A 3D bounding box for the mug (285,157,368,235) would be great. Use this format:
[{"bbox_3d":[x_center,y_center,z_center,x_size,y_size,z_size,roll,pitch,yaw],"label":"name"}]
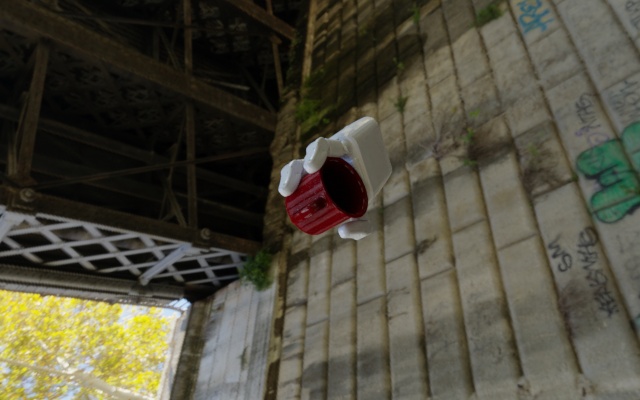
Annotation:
[{"bbox_3d":[-0.001,0.003,0.651,0.081,0.093,0.117,-31,6,36],"label":"mug"}]
